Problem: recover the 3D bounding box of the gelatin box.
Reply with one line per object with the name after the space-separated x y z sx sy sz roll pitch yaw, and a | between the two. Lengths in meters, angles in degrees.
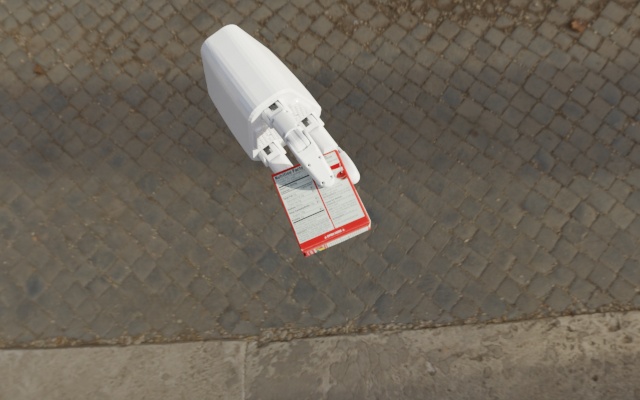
0.000 0.002 0.482 0.073 0.089 0.030 -23 -20 -2 | gelatin box
